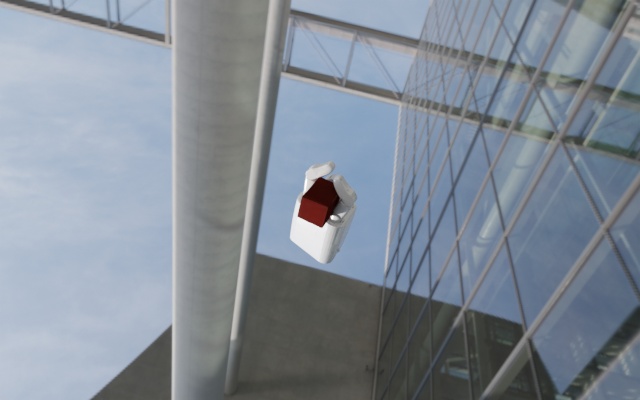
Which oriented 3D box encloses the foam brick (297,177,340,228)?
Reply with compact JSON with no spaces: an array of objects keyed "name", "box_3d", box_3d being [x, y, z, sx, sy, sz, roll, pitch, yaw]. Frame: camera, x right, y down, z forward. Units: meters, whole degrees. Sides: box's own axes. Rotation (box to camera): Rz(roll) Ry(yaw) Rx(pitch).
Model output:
[{"name":"foam brick","box_3d":[0.000,0.003,0.866,0.053,0.051,0.078,25,37,11]}]
